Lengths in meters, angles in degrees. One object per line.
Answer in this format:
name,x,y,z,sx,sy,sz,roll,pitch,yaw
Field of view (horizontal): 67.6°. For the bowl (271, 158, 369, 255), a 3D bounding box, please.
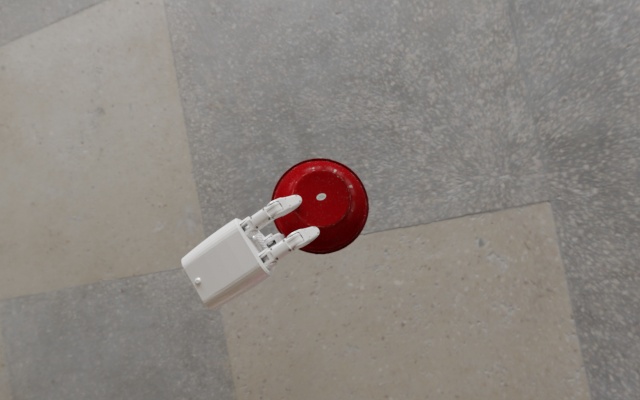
bowl,0.001,0.001,0.759,0.162,0.162,0.055,0,-12,-2
